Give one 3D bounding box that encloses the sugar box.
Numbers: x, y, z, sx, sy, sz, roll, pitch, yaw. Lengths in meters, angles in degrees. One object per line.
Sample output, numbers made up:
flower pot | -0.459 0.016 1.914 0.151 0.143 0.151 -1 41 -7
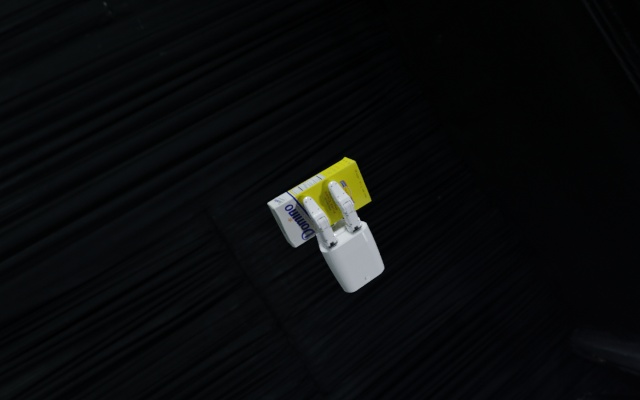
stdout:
sugar box | 0.001 0.003 0.891 0.176 0.093 0.048 -33 27 -14
